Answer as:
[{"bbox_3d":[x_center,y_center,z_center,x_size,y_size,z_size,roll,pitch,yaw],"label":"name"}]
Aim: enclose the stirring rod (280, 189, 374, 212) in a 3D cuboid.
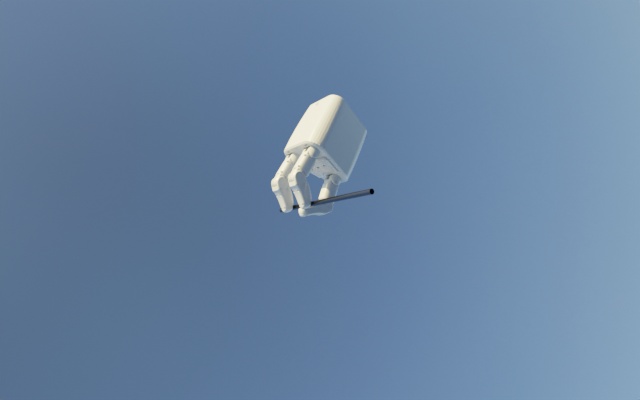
[{"bbox_3d":[0.000,0.002,0.724,0.011,0.011,0.239,0,-7,-34],"label":"stirring rod"}]
